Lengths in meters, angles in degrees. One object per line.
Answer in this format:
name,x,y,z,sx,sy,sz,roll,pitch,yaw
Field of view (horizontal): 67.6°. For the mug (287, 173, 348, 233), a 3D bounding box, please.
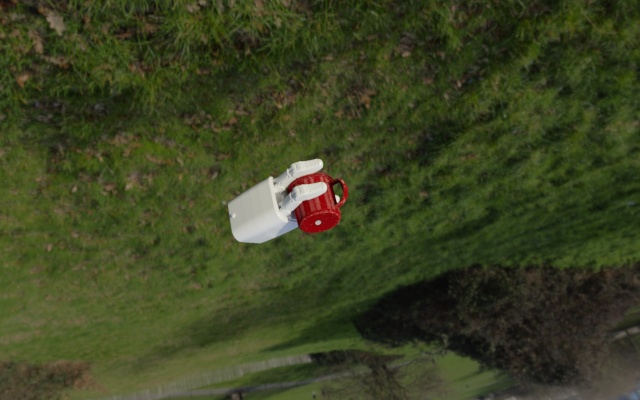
mug,0.001,0.002,0.889,0.117,0.081,0.093,-27,-32,20
